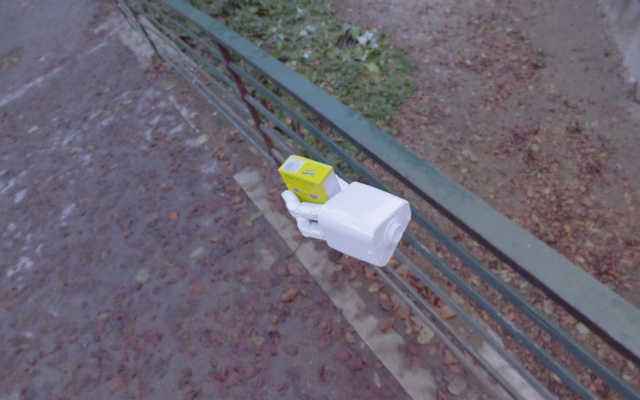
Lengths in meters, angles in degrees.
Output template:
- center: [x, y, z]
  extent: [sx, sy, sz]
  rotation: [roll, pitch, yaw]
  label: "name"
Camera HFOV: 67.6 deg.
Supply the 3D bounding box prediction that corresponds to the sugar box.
- center: [0.000, 0.003, 0.836]
  extent: [0.093, 0.048, 0.176]
  rotation: [20, -31, 36]
  label: "sugar box"
